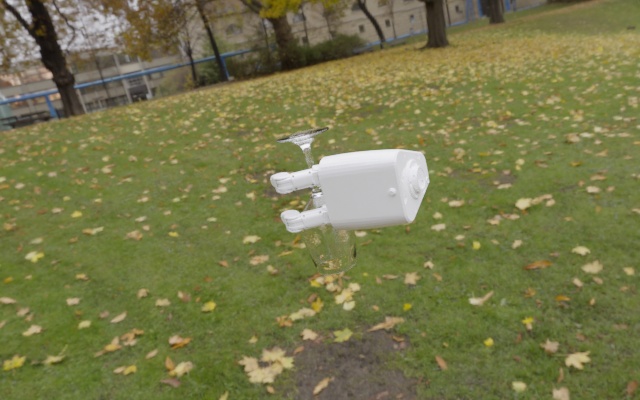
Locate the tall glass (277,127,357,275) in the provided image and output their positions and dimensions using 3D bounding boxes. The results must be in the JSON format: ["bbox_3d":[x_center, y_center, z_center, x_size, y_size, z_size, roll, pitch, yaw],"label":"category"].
[{"bbox_3d":[0.000,0.002,0.678,0.079,0.201,0.079,-14,14,3],"label":"tall glass"}]
